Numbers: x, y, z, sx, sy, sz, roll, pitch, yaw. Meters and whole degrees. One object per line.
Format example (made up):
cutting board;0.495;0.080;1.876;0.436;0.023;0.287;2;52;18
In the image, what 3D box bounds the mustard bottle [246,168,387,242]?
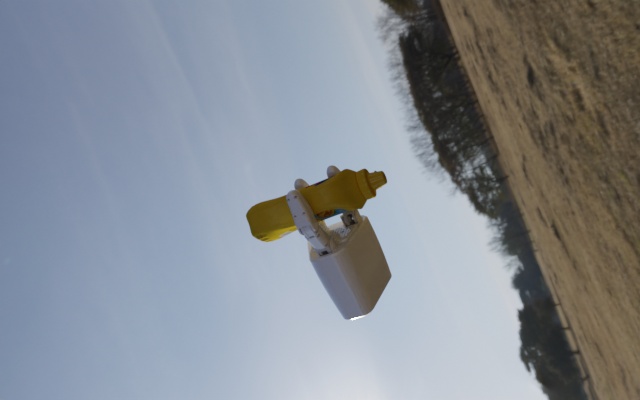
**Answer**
mustard bottle;0.000;0.002;0.655;0.191;0.058;0.096;-21;-8;20
